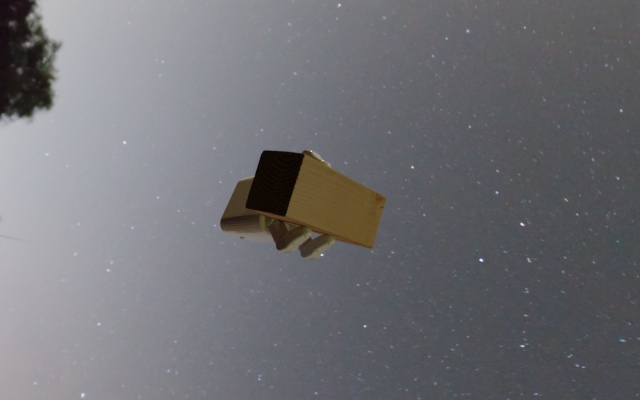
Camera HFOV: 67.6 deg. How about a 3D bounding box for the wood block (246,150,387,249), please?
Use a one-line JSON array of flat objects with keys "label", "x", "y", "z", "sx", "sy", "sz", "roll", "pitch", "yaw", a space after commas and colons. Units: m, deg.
[{"label": "wood block", "x": 0.000, "y": 0.002, "z": 0.730, "sx": 0.090, "sy": 0.091, "sz": 0.206, "roll": 10, "pitch": -9, "yaw": 42}]
